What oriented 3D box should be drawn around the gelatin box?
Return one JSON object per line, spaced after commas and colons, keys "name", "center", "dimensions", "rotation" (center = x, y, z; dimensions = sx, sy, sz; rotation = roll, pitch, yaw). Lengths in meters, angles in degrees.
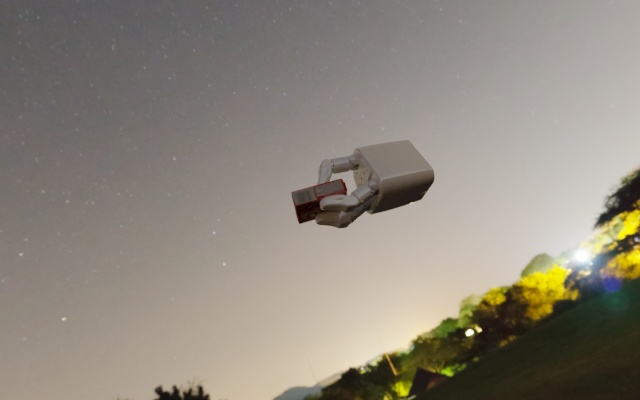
{"name": "gelatin box", "center": [0.000, 0.002, 0.796], "dimensions": [0.089, 0.030, 0.073], "rotation": [-15, -26, -4]}
